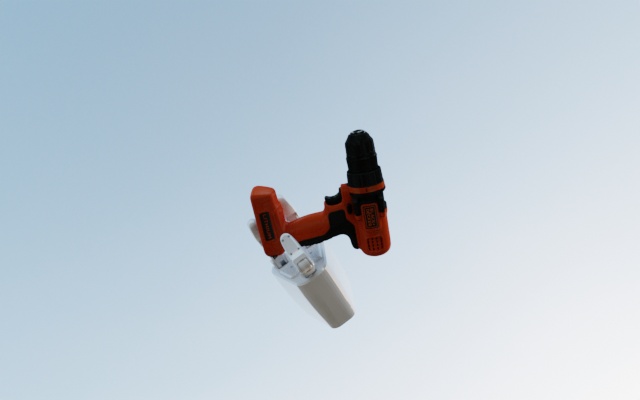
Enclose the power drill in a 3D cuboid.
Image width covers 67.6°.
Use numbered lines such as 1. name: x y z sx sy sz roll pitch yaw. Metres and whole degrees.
1. power drill: 0.000 0.003 0.677 0.187 0.184 0.057 -9 16 8
